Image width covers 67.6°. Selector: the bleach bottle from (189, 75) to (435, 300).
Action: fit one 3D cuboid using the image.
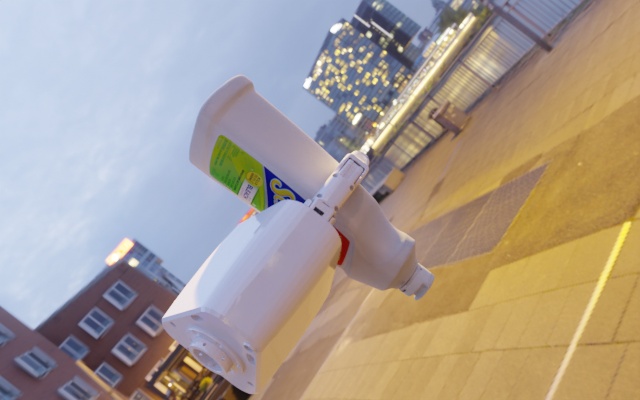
[{"bbox_3d":[0.000,0.001,0.437,0.251,0.068,0.103,37,-36,0],"label":"bleach bottle"}]
